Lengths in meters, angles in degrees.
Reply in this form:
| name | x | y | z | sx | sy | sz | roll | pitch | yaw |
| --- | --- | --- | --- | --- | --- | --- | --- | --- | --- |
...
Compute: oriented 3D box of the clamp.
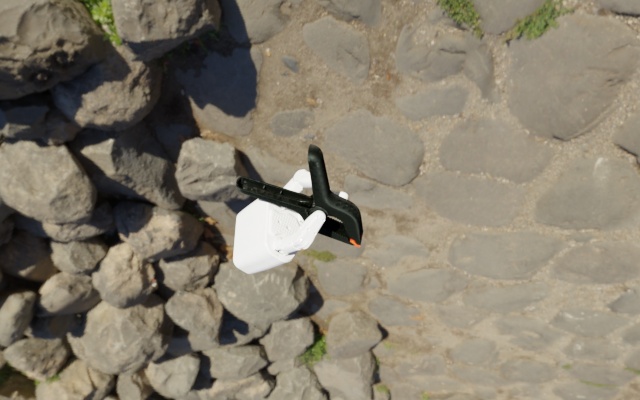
| name | x | y | z | sx | sy | sz | roll | pitch | yaw |
| --- | --- | --- | --- | --- | --- | --- | --- | --- | --- |
| clamp | 0.000 | 0.003 | 0.700 | 0.210 | 0.036 | 0.164 | 35 | -38 | -26 |
